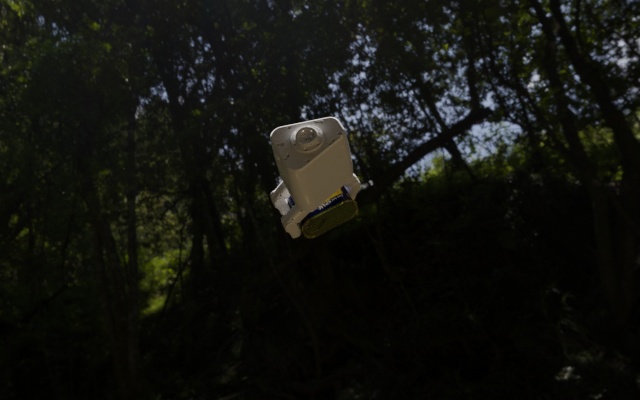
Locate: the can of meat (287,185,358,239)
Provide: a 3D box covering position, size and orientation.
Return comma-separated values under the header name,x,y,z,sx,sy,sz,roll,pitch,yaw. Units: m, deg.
name,x,y,z,sx,sy,sz,roll,pitch,yaw
can of meat,0.000,0.002,0.819,0.102,0.084,0.057,-27,-32,-4
